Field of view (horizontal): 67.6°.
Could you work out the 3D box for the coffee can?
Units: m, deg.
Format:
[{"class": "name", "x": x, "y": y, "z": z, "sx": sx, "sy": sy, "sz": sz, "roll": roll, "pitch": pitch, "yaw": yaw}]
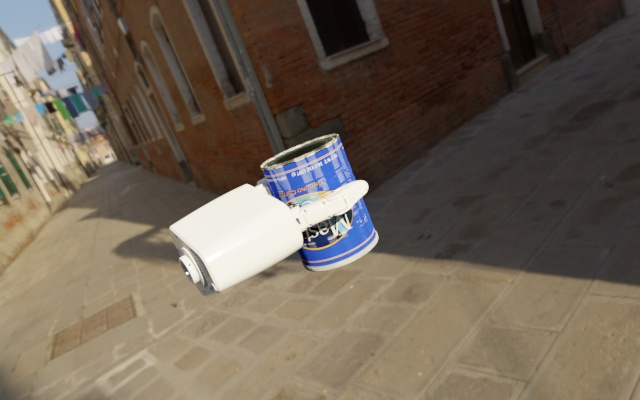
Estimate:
[{"class": "coffee can", "x": 0.000, "y": 0.002, "z": 0.593, "sx": 0.103, "sy": 0.140, "sz": 0.102, "roll": -21, "pitch": 14, "yaw": 6}]
